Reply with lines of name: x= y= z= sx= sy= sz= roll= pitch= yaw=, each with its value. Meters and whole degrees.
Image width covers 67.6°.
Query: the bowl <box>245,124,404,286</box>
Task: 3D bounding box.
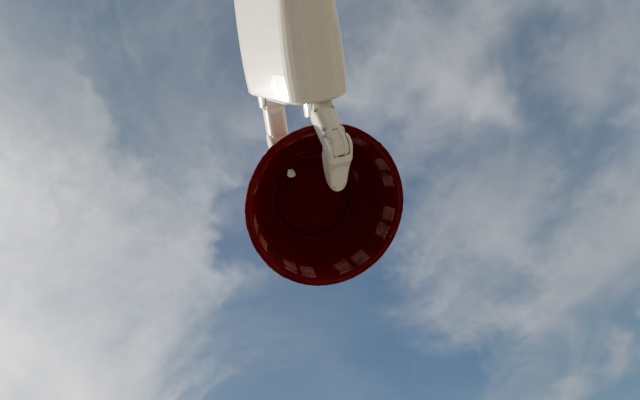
bowl: x=0.000 y=0.003 z=0.487 sx=0.162 sy=0.162 sz=0.055 roll=0 pitch=11 yaw=-17
